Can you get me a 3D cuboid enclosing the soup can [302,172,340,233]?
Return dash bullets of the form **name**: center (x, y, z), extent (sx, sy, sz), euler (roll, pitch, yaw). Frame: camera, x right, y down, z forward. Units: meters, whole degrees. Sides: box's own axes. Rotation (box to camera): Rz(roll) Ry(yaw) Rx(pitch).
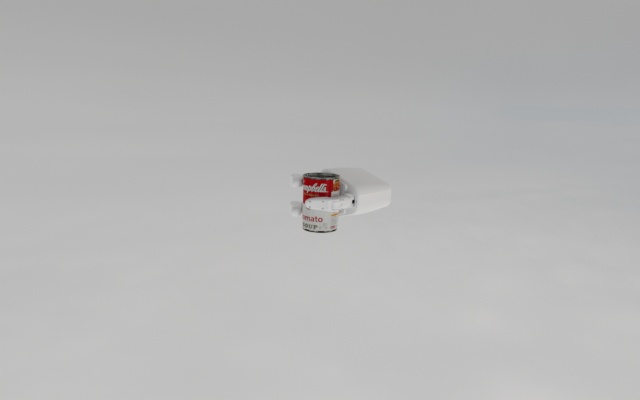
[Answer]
- **soup can**: center (0.000, 0.003, 0.882), extent (0.068, 0.102, 0.068), euler (2, 12, 0)
